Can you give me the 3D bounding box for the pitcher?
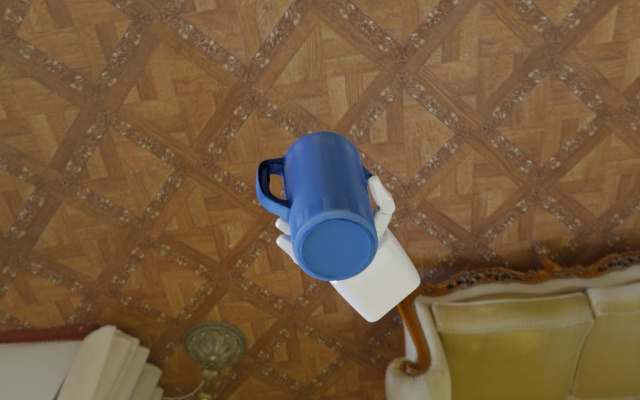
[{"bbox_3d":[0.000,0.002,0.690,0.149,0.145,0.242,-32,26,12],"label":"pitcher"}]
